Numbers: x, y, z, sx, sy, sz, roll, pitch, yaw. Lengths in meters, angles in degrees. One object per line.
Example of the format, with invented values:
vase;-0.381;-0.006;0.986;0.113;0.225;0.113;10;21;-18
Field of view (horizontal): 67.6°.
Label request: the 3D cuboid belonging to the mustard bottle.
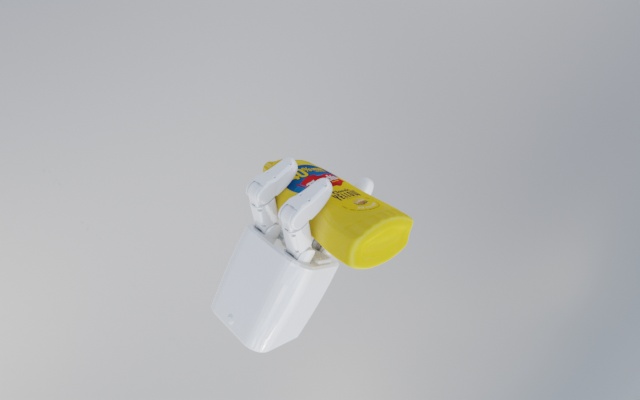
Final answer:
mustard bottle;0.000;0.002;0.525;0.096;0.058;0.191;-15;36;-41
